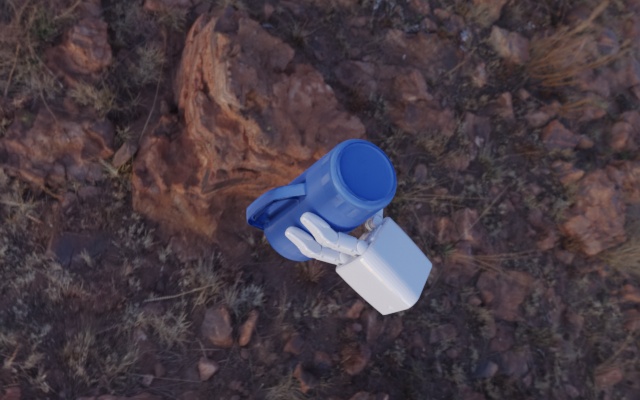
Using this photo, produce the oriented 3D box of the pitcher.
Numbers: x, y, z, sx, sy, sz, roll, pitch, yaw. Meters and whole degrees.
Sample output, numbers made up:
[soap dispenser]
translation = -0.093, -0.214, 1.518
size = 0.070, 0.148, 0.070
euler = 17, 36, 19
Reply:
[pitcher]
translation = 0.000, 0.003, 0.743
size = 0.149, 0.145, 0.243
euler = -46, 4, -34
